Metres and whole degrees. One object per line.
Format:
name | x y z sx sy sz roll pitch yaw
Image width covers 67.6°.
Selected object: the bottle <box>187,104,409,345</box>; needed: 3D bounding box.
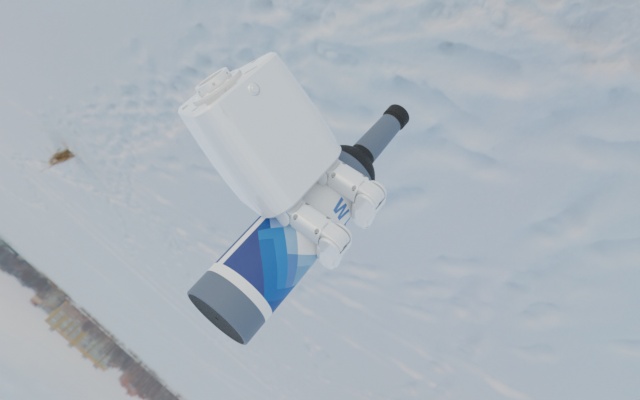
bottle | 0.000 0.002 0.465 0.069 0.069 0.295 0 42 53
